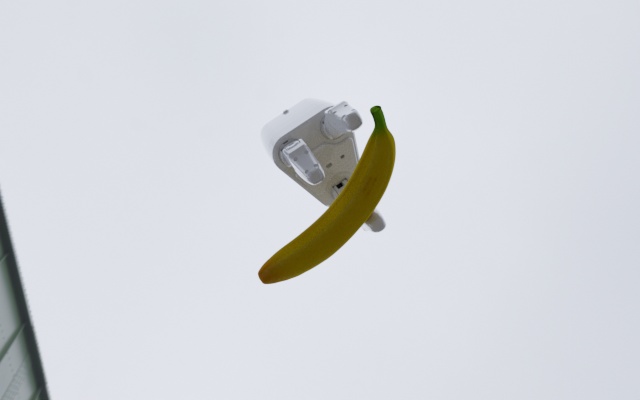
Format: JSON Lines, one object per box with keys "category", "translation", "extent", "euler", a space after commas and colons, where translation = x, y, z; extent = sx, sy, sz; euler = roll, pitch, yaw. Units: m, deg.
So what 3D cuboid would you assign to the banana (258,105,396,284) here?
{"category": "banana", "translation": [0.016, 0.007, 0.458], "extent": [0.070, 0.198, 0.037], "euler": [29, 10, -28]}
